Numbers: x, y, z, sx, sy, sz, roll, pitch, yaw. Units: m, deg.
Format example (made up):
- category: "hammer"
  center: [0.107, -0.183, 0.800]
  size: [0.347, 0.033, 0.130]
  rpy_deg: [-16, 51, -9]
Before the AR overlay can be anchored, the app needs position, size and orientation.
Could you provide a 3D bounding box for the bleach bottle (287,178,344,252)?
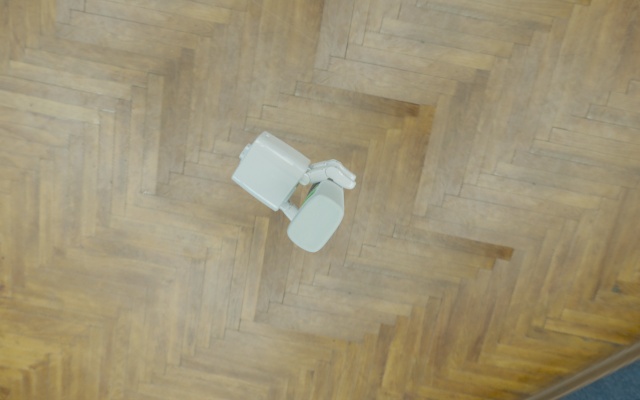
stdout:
- category: "bleach bottle"
  center: [0.000, 0.003, 0.891]
  size: [0.068, 0.102, 0.250]
  rpy_deg: [35, 15, -7]
